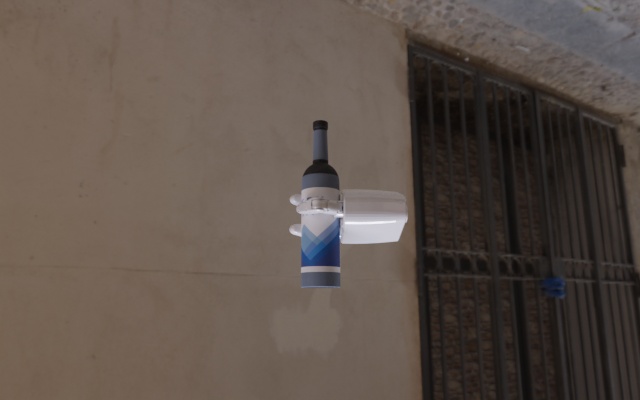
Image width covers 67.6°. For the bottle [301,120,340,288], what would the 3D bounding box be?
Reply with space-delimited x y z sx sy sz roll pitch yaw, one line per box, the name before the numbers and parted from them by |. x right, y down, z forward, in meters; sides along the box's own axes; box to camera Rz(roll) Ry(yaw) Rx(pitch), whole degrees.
bottle | 0.000 0.003 0.834 0.069 0.295 0.069 0 -12 0
